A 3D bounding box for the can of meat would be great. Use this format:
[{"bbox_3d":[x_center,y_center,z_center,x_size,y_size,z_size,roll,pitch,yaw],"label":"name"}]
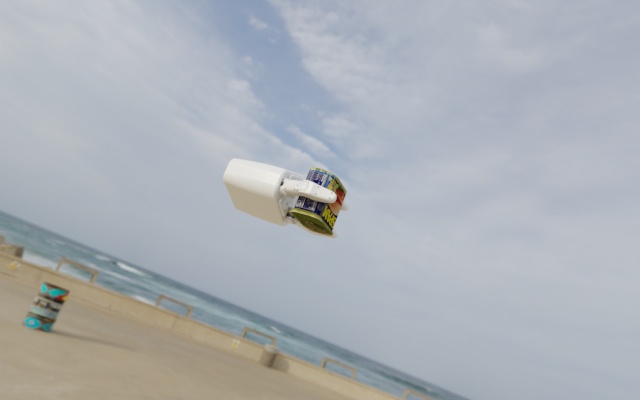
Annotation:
[{"bbox_3d":[0.000,0.002,0.814,0.057,0.084,0.102,15,-17,22],"label":"can of meat"}]
